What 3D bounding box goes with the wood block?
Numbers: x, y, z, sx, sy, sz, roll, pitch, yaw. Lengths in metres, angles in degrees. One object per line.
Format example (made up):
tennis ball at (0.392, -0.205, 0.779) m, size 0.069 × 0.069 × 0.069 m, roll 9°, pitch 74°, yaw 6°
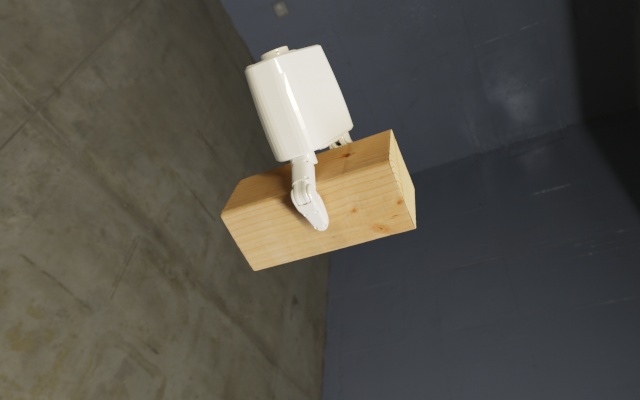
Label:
wood block at (0.000, 0.002, 0.572) m, size 0.206 × 0.090 × 0.090 m, roll -17°, pitch 27°, yaw 19°
